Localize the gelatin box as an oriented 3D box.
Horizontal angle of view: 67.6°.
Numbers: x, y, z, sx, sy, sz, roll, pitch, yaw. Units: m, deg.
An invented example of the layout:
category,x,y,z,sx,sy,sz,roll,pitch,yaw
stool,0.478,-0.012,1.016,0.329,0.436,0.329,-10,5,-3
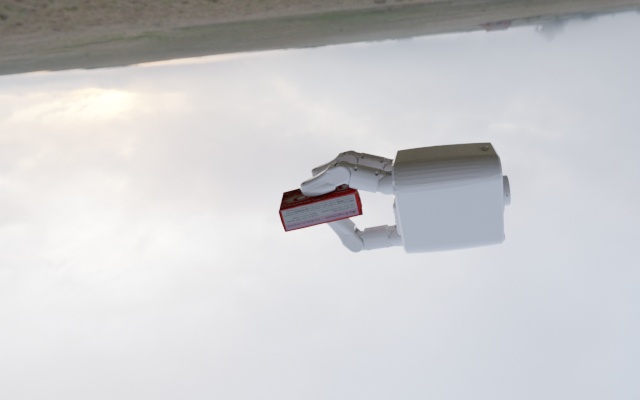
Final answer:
category,x,y,z,sx,sy,sz,roll,pitch,yaw
gelatin box,0.000,0.002,0.540,0.089,0.030,0.073,-14,16,3
